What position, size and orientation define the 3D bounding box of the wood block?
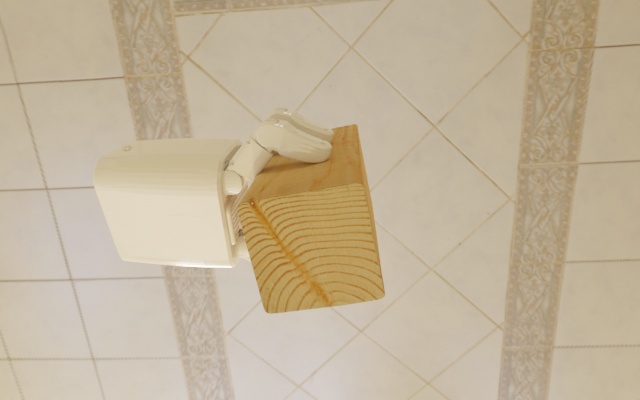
[{"bbox_3d":[0.000,0.002,0.425,0.090,0.091,0.206,-9,19,7],"label":"wood block"}]
